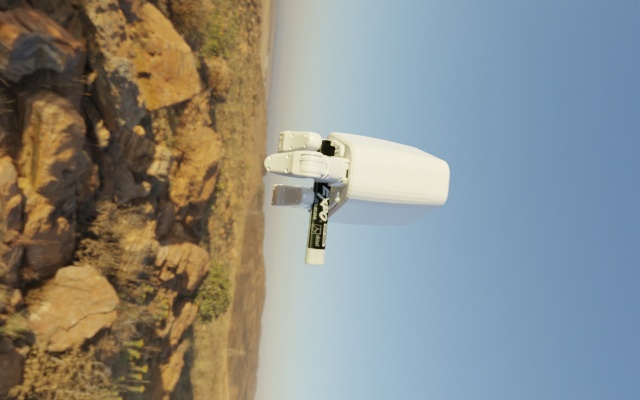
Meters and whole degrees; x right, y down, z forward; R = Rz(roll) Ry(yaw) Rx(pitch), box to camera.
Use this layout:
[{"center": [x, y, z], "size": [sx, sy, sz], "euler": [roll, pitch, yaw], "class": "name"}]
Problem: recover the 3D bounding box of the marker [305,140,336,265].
[{"center": [0.000, 0.002, 0.463], "size": [0.020, 0.121, 0.020], "euler": [6, -1, 0], "class": "marker"}]
